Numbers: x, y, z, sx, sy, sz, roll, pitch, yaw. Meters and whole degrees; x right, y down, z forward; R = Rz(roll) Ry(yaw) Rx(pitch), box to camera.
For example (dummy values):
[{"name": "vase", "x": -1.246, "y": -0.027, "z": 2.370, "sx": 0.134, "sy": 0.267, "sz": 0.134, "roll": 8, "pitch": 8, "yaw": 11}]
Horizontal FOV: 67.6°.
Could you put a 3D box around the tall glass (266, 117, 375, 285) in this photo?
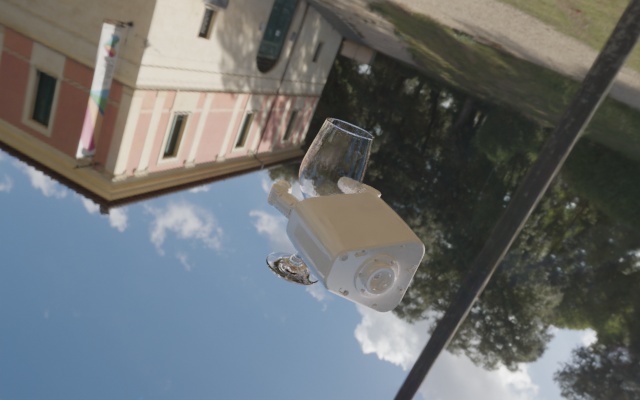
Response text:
[{"name": "tall glass", "x": 0.000, "y": 0.002, "z": 0.592, "sx": 0.079, "sy": 0.201, "sz": 0.079, "roll": 20, "pitch": 18, "yaw": -7}]
